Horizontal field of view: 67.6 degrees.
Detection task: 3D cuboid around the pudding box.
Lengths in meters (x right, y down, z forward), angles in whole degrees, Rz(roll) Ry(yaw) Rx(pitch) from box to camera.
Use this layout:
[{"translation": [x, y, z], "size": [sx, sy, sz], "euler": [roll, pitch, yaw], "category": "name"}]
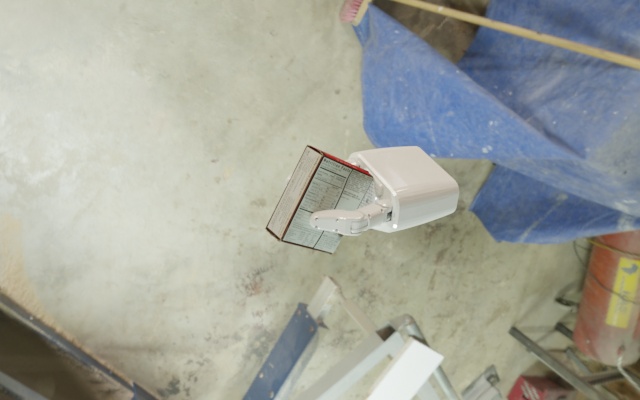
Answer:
[{"translation": [0.000, 0.002, 0.561], "size": [0.090, 0.113, 0.039], "euler": [20, 9, -41], "category": "pudding box"}]
